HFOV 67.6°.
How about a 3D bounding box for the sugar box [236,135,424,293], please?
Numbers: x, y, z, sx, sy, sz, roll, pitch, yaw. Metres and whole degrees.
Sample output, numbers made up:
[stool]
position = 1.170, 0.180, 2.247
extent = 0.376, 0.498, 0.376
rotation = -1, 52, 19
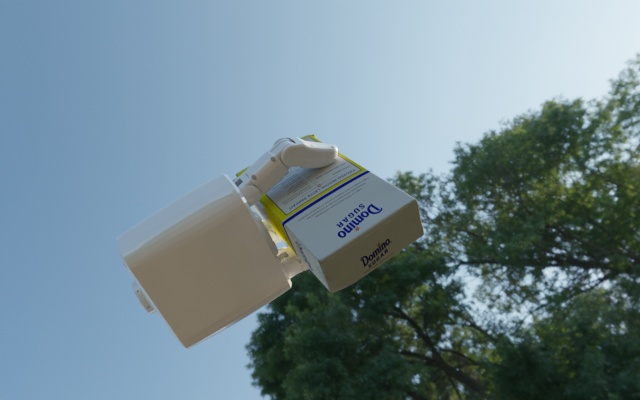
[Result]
[sugar box]
position = 0.000, 0.002, 0.429
extent = 0.093, 0.048, 0.176
rotation = -31, 38, -14
